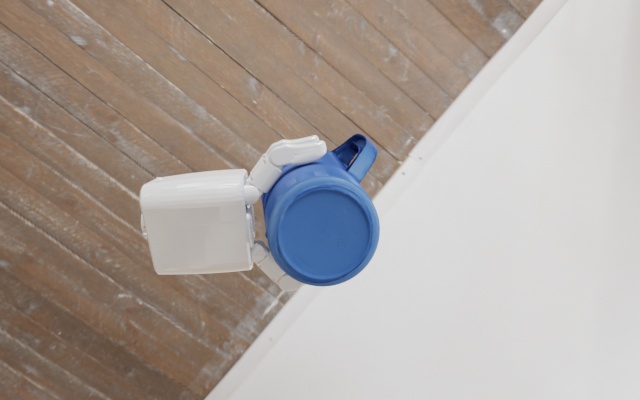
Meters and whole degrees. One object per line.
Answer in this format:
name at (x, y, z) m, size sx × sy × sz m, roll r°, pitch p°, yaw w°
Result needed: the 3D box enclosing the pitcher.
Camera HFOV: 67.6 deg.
pitcher at (0.000, 0.002, 0.557) m, size 0.145 × 0.149 × 0.242 m, roll -3°, pitch 10°, yaw -5°
